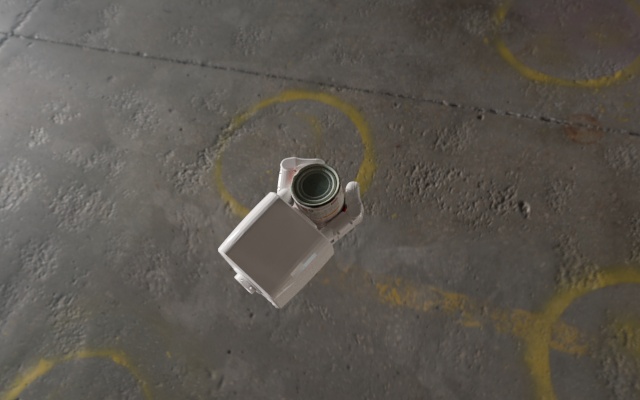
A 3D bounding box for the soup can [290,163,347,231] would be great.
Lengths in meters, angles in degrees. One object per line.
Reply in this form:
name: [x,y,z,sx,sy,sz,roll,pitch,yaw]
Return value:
soup can: [0.000,0.002,0.659,0.068,0.068,0.102,0,-28,10]
